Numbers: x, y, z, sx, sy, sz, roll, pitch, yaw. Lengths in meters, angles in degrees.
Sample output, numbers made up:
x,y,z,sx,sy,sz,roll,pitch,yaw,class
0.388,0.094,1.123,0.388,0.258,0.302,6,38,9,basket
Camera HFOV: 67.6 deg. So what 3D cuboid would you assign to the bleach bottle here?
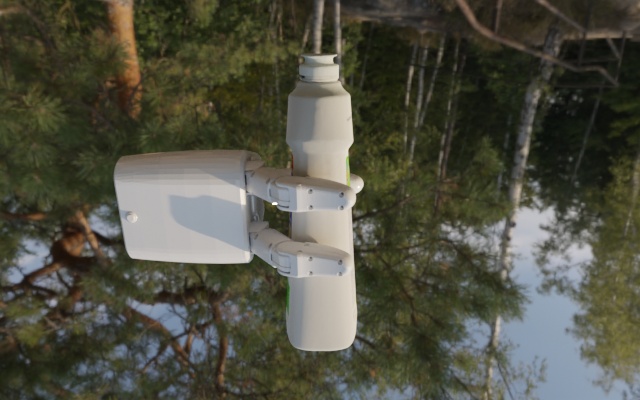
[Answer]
x,y,z,sx,sy,sz,roll,pitch,yaw,class
0.000,0.001,0.421,0.068,0.251,0.102,0,21,0,bleach bottle
